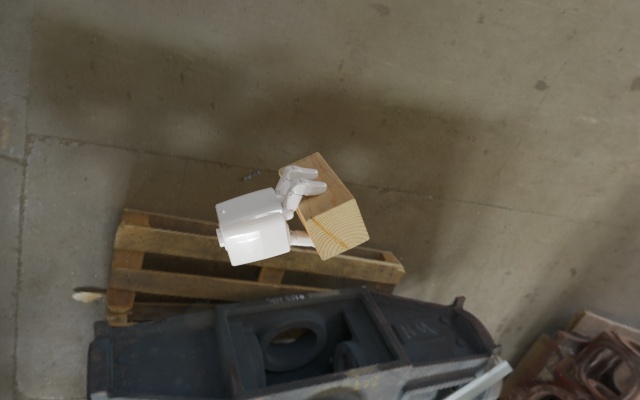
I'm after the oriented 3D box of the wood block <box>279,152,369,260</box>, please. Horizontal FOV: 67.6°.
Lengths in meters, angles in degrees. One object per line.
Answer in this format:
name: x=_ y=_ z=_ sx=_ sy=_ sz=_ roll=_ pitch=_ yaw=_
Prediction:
wood block: x=0.000 y=0.003 z=0.864 sx=0.090 sy=0.091 sz=0.206 roll=-25 pitch=32 yaw=-5
